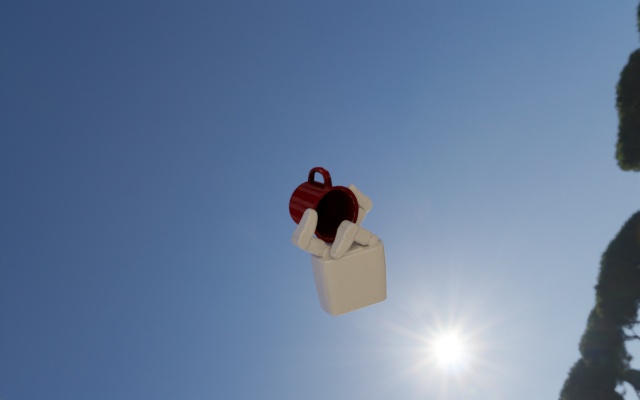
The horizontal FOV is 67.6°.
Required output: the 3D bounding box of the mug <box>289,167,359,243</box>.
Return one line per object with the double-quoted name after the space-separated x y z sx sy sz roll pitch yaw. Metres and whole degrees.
0.000 0.001 0.774 0.093 0.117 0.081 -19 23 -30 "mug"
